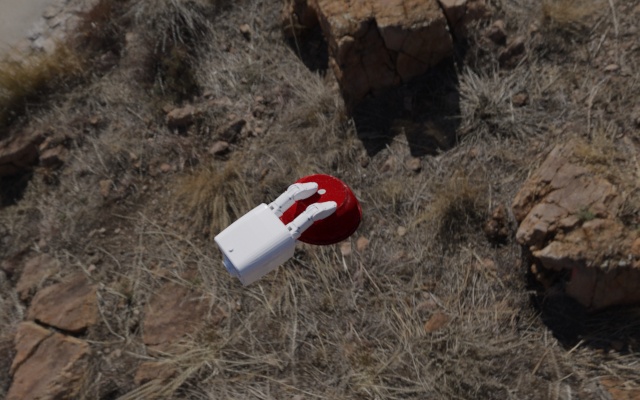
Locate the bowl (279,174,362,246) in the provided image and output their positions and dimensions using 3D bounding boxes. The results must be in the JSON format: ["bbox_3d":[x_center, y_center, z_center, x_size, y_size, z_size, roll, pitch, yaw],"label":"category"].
[{"bbox_3d":[0.001,0.002,0.888,0.162,0.162,0.055,0,-40,-5],"label":"bowl"}]
